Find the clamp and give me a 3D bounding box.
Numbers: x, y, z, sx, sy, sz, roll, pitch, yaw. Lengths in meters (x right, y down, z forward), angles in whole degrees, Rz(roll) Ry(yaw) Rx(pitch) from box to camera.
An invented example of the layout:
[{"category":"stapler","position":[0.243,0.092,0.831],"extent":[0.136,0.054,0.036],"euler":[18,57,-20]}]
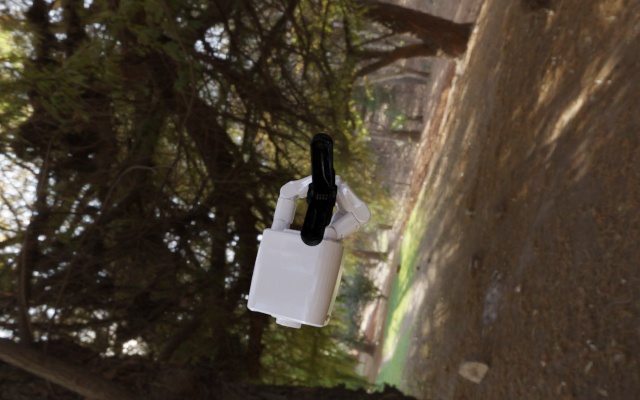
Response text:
[{"category":"clamp","position":[0.000,0.002,0.572],"extent":[0.039,0.120,0.171],"euler":[11,-11,8]}]
